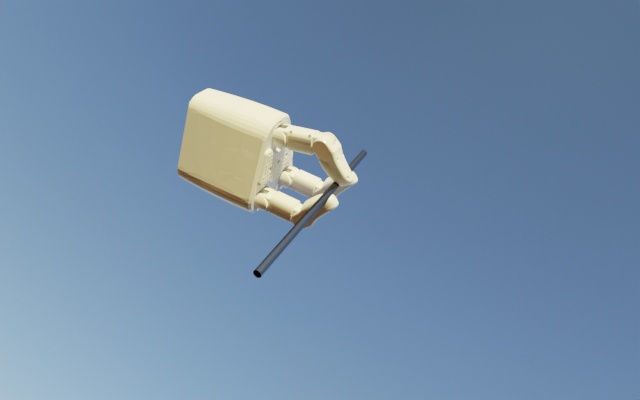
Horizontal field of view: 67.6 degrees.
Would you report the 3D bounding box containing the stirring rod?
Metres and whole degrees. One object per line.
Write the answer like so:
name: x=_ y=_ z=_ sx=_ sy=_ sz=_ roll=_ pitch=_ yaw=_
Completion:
stirring rod: x=0.000 y=0.002 z=0.484 sx=0.011 sy=0.011 sz=0.239 roll=0 pitch=29 yaw=30
